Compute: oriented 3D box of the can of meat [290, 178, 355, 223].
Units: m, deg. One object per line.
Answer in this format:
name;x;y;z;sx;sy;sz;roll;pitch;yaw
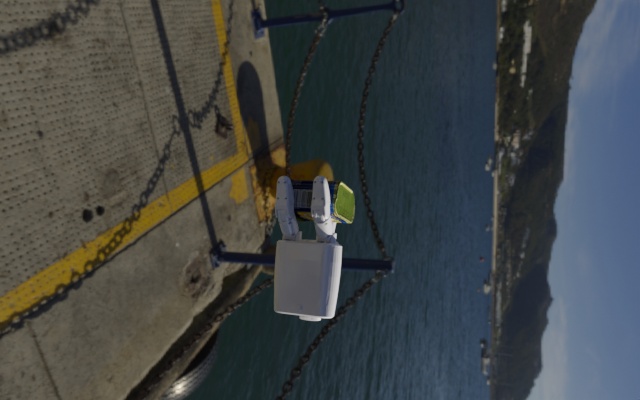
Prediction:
can of meat;0.000;0.002;0.727;0.084;0.057;0.102;2;-11;20
